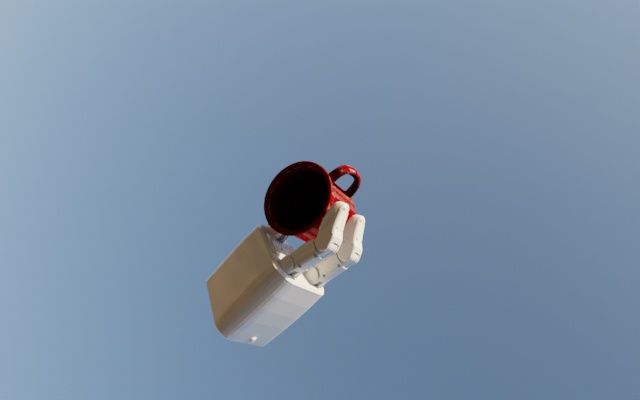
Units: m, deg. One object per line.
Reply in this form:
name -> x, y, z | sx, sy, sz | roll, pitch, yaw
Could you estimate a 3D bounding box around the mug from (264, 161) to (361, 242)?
mug -> 0.001, 0.001, 0.585 | 0.117, 0.093, 0.081 | -42, -35, 9
